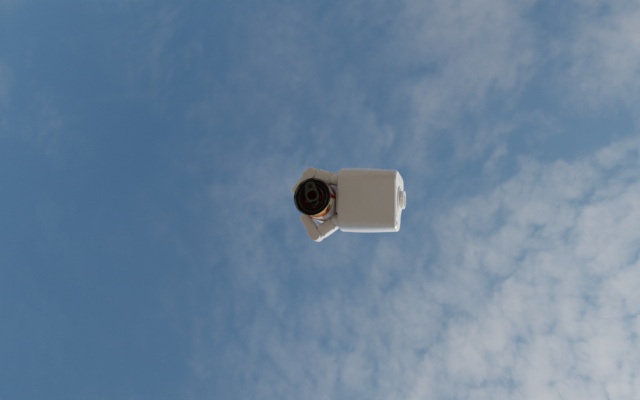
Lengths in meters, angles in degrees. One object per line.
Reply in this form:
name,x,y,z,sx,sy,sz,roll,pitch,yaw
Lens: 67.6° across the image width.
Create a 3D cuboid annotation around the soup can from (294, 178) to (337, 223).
soup can,0.000,0.003,0.880,0.068,0.068,0.102,0,-11,18
